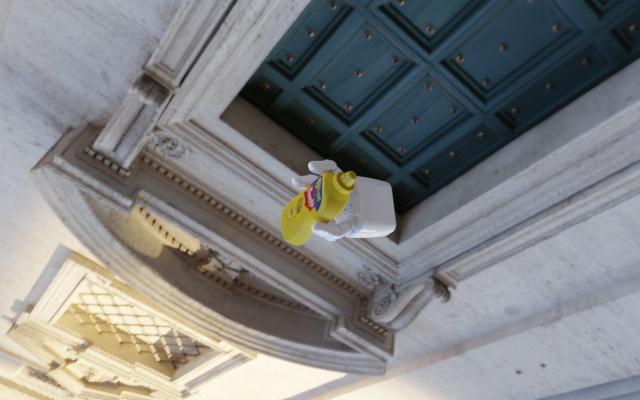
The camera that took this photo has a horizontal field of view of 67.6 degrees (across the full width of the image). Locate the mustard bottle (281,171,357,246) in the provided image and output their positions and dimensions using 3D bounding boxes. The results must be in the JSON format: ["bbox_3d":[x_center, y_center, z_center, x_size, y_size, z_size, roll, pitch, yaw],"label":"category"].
[{"bbox_3d":[0.000,0.003,0.885,0.058,0.096,0.192,27,-44,-26],"label":"mustard bottle"}]
